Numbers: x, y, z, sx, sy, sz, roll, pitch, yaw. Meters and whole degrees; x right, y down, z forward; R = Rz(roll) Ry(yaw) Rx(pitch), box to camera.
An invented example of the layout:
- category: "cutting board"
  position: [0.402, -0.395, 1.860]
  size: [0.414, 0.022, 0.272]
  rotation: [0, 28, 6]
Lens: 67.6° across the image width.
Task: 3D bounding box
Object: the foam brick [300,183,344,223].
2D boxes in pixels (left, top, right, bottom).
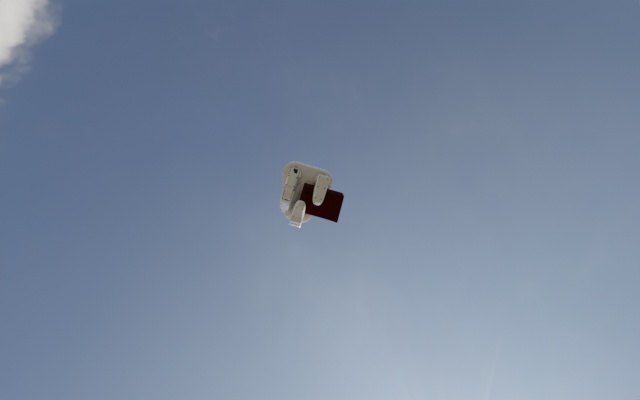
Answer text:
- category: "foam brick"
  position: [0.000, 0.003, 0.893]
  size: [0.078, 0.053, 0.051]
  rotation: [16, 7, -3]
